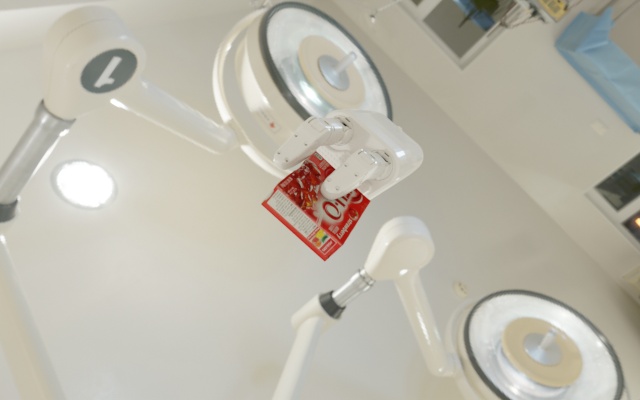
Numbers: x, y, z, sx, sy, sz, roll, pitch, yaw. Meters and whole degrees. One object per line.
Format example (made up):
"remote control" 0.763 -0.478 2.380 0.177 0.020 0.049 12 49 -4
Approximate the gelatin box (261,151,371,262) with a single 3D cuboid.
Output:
"gelatin box" 0.000 0.002 0.425 0.030 0.073 0.089 -47 1 33
